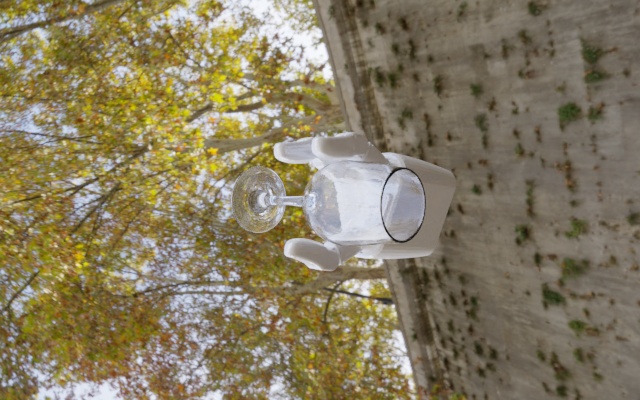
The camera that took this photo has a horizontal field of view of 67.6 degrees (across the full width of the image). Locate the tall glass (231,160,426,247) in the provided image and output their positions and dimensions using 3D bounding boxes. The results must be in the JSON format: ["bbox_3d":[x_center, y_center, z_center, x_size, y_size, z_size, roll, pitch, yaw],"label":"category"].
[{"bbox_3d":[-0.001,0.002,0.459,0.079,0.079,0.201,0,1,-43],"label":"tall glass"}]
